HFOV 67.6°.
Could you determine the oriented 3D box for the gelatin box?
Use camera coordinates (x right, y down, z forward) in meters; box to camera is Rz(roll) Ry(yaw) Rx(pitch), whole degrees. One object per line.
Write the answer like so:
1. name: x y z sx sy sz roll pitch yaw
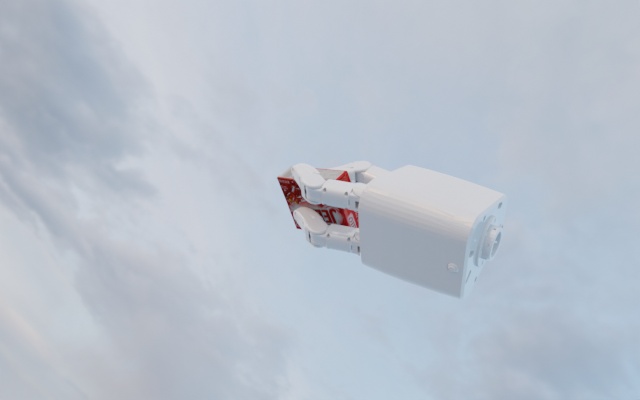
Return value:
1. gelatin box: 0.000 0.001 0.536 0.089 0.073 0.030 9 39 42
